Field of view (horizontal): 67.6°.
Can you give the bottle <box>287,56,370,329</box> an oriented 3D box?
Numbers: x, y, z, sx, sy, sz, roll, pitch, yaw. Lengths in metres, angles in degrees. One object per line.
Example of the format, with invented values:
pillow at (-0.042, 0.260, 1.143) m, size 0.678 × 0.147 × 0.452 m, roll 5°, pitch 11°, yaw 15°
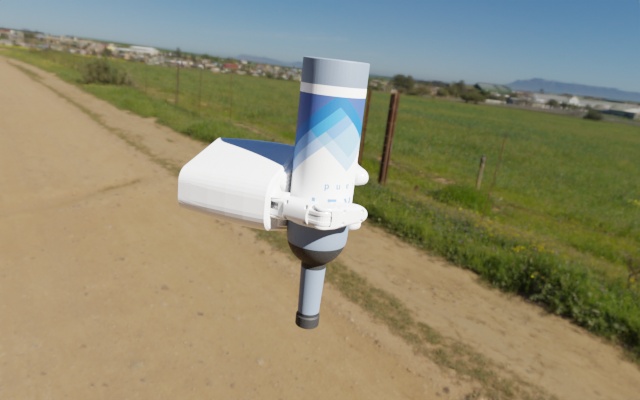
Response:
bottle at (0.000, 0.001, 0.513) m, size 0.069 × 0.296 × 0.069 m, roll 6°, pitch 16°, yaw -2°
